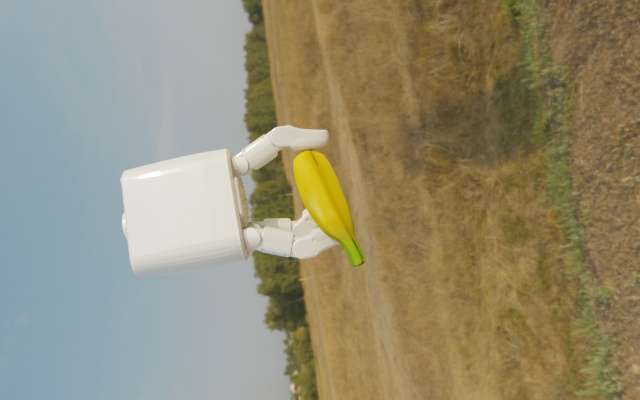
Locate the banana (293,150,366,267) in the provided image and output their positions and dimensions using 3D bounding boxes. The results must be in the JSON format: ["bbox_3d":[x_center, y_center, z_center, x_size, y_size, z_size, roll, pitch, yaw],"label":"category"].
[{"bbox_3d":[-0.003,-0.013,0.464,0.037,0.070,0.197,-16,28,-3],"label":"banana"}]
